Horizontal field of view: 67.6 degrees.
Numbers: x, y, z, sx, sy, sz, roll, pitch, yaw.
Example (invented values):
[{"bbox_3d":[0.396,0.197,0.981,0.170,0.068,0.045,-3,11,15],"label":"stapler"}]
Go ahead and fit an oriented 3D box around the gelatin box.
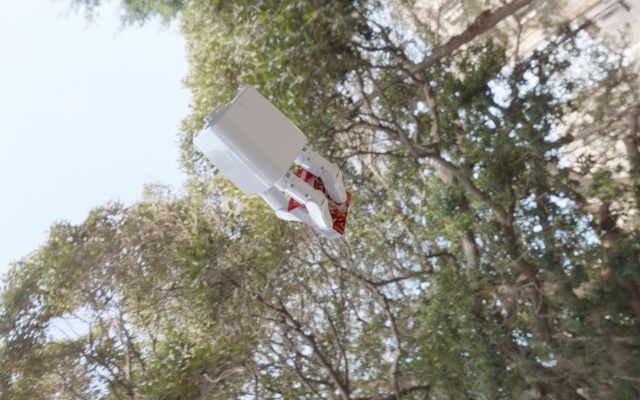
[{"bbox_3d":[0.000,0.003,0.677,0.089,0.073,0.030,36,-40,-29],"label":"gelatin box"}]
